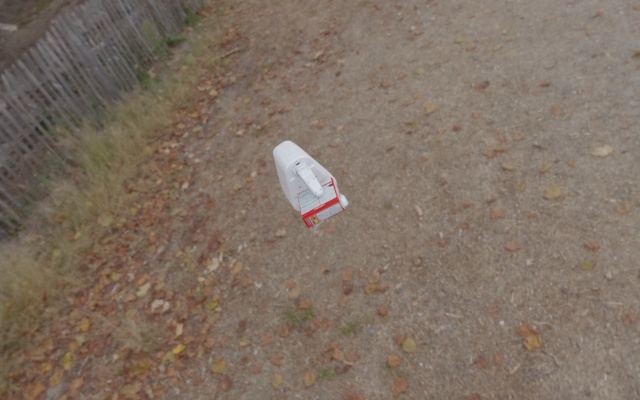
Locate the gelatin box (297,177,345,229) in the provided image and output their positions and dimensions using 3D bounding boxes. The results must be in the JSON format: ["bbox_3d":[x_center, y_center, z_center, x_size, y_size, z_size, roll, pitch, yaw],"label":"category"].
[{"bbox_3d":[0.000,0.003,0.853,0.073,0.030,0.089,-27,28,7],"label":"gelatin box"}]
